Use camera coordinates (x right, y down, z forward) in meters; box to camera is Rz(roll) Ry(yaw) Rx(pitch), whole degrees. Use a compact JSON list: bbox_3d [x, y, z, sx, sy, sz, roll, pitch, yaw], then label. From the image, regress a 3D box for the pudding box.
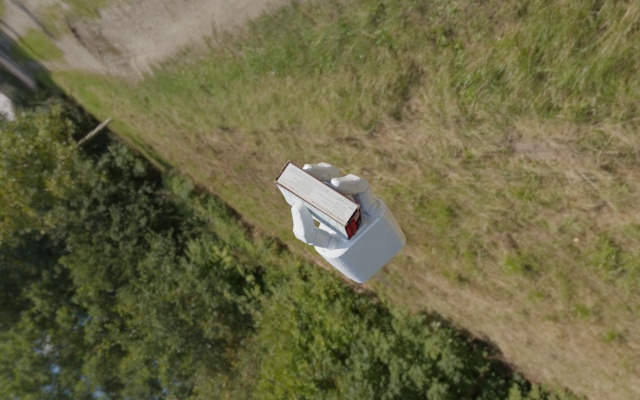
[{"bbox_3d":[0.000,0.002,0.633,0.113,0.039,0.090,31,-11,13],"label":"pudding box"}]
